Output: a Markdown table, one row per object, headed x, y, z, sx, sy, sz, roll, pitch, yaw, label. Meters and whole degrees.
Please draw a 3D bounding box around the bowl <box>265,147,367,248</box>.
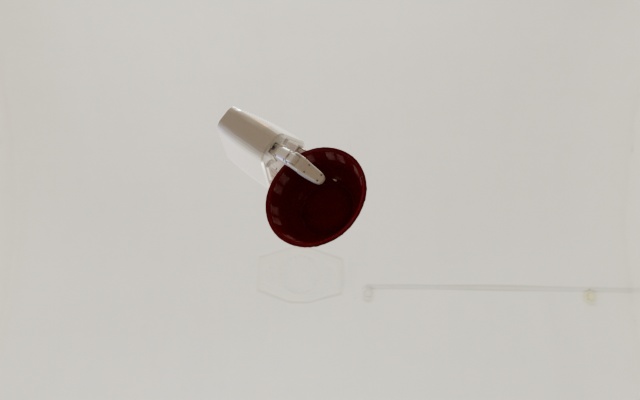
| x | y | z | sx | sy | sz | roll | pitch | yaw | label |
| --- | --- | --- | --- | --- | --- | --- | --- | --- | --- |
| 0.001 | 0.003 | 0.720 | 0.162 | 0.162 | 0.055 | 0 | -24 | 25 | bowl |
